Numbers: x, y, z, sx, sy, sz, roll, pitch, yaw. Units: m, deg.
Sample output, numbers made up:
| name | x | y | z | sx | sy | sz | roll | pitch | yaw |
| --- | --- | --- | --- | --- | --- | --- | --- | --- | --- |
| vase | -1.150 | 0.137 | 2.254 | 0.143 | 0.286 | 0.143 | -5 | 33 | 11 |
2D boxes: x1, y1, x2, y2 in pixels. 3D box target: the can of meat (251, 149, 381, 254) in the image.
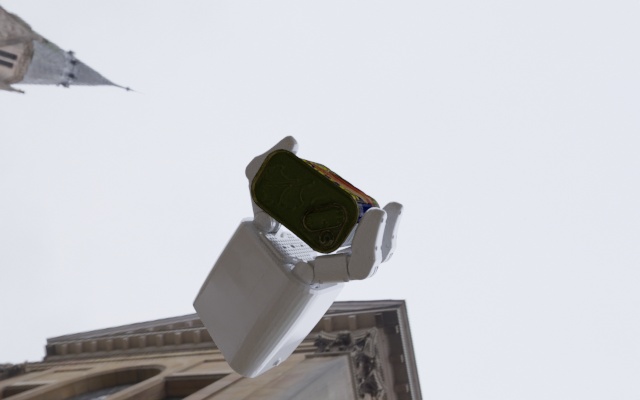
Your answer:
| name | x | y | z | sx | sy | sz | roll | pitch | yaw |
| --- | --- | --- | --- | --- | --- | --- | --- | --- | --- |
| can of meat | 0.000 | 0.001 | 0.444 | 0.102 | 0.057 | 0.084 | 36 | 11 | 20 |
